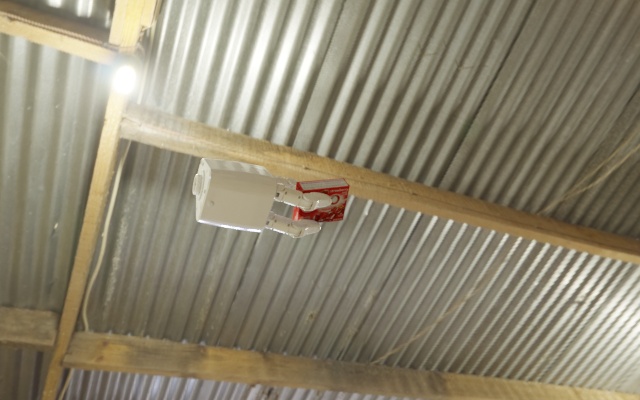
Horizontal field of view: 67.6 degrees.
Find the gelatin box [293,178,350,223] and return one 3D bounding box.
[{"bbox_3d":[0.000,0.002,0.813,0.089,0.073,0.030,-6,37,-22],"label":"gelatin box"}]
